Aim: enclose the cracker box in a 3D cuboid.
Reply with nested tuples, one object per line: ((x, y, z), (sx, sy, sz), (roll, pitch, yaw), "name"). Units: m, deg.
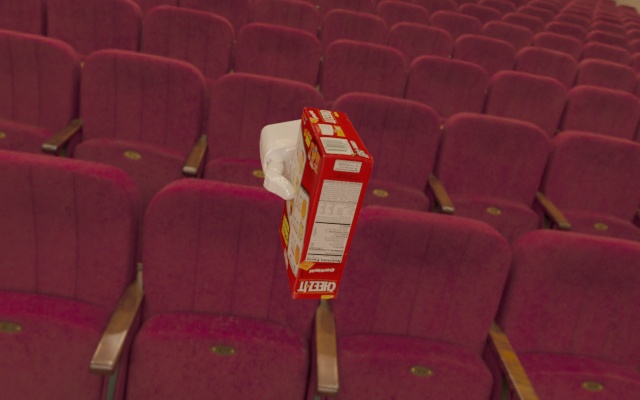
((0.000, 0.002, 0.658), (0.072, 0.214, 0.164), (5, 29, -14), "cracker box")
